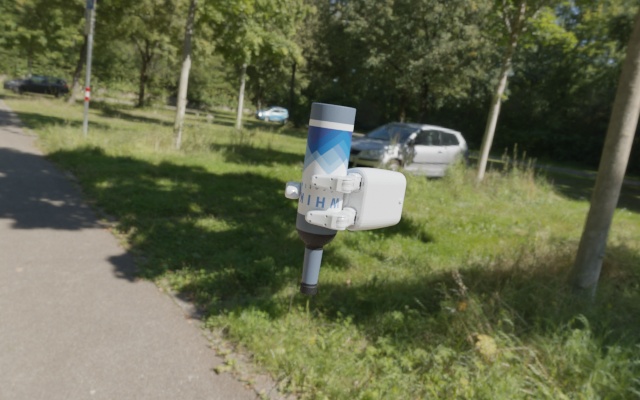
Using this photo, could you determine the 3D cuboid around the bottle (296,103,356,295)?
[{"bbox_3d":[0.000,0.002,0.738,0.069,0.296,0.069,8,10,-1],"label":"bottle"}]
